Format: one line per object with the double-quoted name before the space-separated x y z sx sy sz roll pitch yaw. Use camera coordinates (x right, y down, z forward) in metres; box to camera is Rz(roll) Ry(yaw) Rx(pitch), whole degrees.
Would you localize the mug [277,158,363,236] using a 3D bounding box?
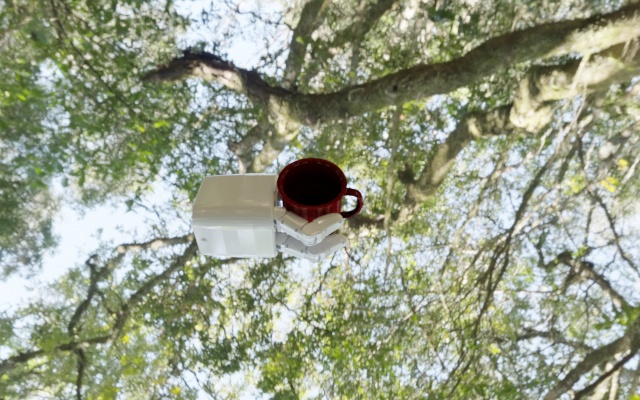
"mug" 0.002 0.002 0.658 0.117 0.093 0.082 1 -41 -1
